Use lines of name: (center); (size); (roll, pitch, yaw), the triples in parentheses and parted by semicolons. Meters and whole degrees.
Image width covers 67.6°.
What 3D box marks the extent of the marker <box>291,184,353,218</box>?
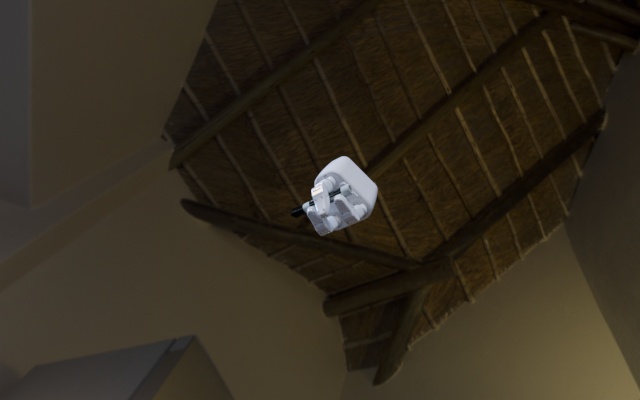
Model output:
marker: (0.000, 0.003, 0.825); (0.121, 0.020, 0.020); (-24, -10, 23)
